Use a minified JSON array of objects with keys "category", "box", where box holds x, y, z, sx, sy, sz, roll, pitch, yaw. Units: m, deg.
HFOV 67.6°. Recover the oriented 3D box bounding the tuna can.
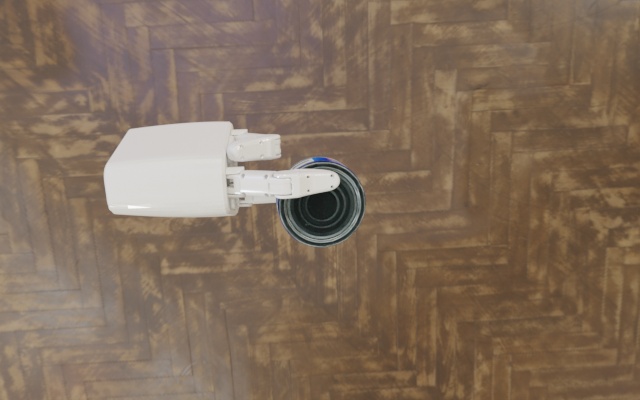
[{"category":"tuna can","box":[0.000,0.002,0.464,0.086,0.086,0.033,0,11,-7]}]
